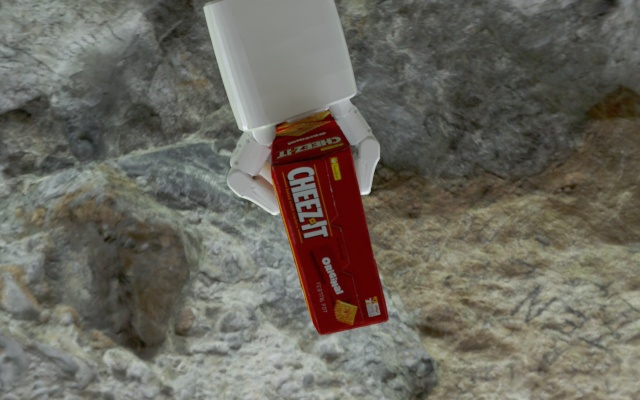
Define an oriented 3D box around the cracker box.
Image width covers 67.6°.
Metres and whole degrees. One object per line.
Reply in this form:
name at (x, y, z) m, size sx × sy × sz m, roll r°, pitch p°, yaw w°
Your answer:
cracker box at (0.000, 0.001, 0.478) m, size 0.072 × 0.164 × 0.213 m, roll -15°, pitch 22°, yaw 1°
